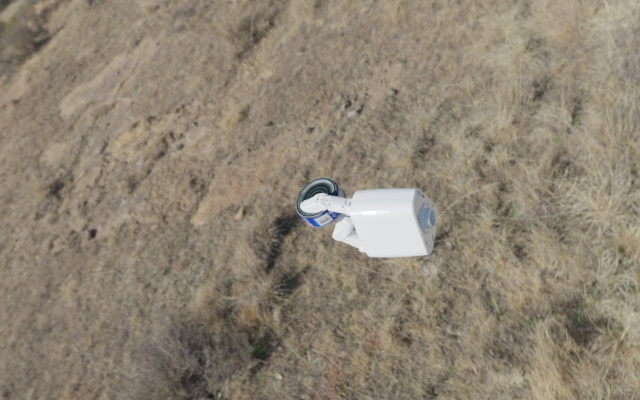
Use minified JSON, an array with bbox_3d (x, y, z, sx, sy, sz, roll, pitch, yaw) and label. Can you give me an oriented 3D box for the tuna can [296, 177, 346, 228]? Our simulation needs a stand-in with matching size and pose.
[{"bbox_3d":[0.000,0.002,0.834,0.086,0.086,0.034,0,-32,38],"label":"tuna can"}]
